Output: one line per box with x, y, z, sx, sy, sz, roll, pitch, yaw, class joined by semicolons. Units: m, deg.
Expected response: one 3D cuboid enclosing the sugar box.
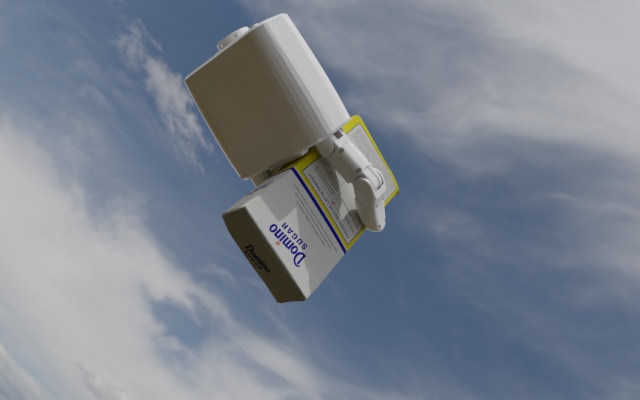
0.000;0.001;0.437;0.048;0.093;0.176;-17;19;48;sugar box
